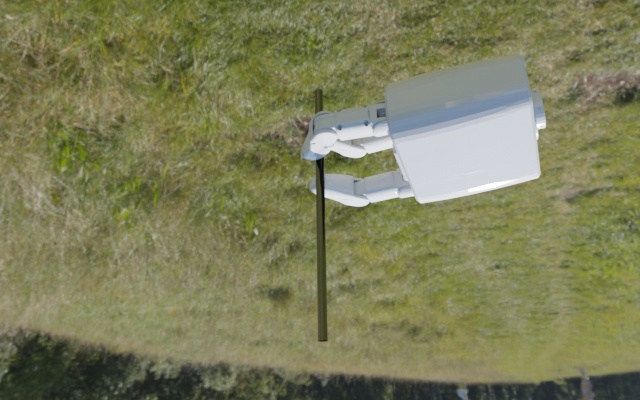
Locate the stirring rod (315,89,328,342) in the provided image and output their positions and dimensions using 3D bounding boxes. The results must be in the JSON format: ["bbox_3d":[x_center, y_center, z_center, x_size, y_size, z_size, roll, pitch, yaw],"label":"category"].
[{"bbox_3d":[0.000,0.001,0.426,0.011,0.239,0.011,-1,-24,0],"label":"stirring rod"}]
